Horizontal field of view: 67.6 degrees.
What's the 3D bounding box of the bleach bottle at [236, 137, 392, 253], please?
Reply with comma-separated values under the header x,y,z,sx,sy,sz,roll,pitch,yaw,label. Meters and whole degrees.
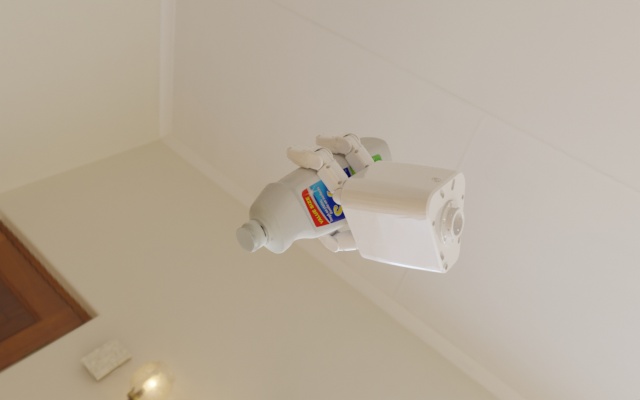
x,y,z,sx,sy,sz,roll,pitch,yaw,label
0.000,0.002,0.588,0.068,0.103,0.250,7,27,40,bleach bottle
